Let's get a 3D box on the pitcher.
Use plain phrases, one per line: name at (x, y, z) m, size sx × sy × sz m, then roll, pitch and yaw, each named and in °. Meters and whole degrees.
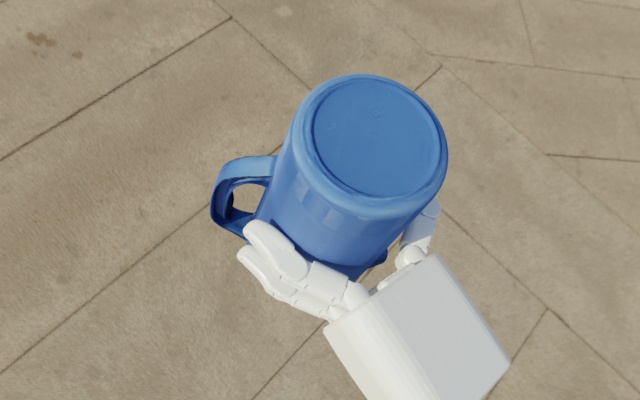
pitcher at (0.000, 0.001, 0.412) m, size 0.149 × 0.145 × 0.243 m, roll -29°, pitch -13°, yaw -21°
